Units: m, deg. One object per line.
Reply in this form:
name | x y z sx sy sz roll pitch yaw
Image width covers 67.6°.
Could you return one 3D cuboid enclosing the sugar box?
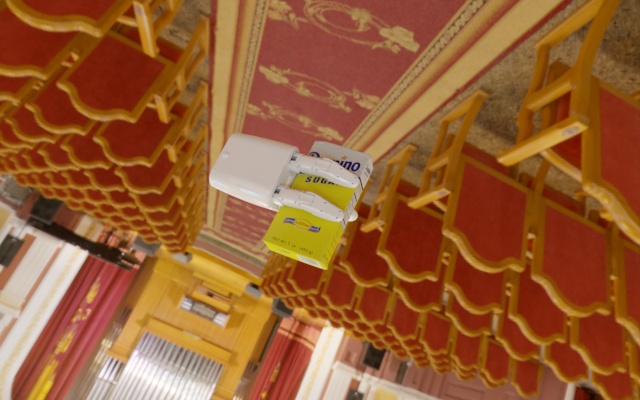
sugar box | 0.000 0.002 0.685 0.093 0.176 0.048 18 -19 20
